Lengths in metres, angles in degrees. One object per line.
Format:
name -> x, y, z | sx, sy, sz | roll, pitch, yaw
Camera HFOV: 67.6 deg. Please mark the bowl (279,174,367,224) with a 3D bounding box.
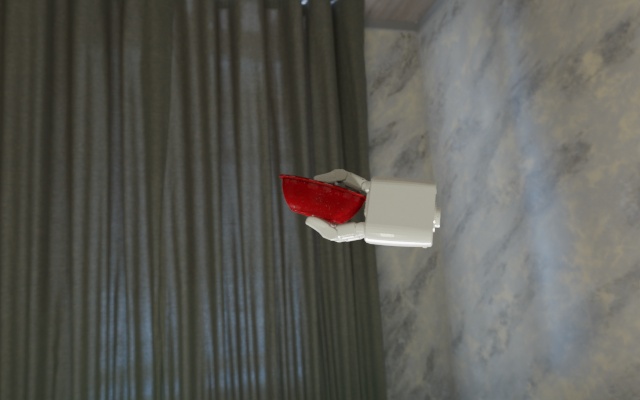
bowl -> -0.001, 0.003, 0.824 | 0.162, 0.055, 0.162 | 15, -4, 1
